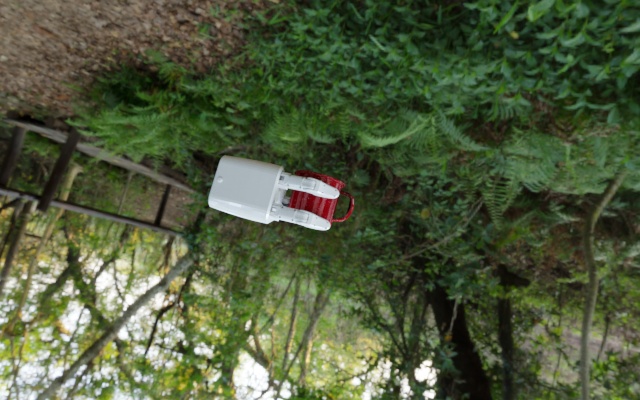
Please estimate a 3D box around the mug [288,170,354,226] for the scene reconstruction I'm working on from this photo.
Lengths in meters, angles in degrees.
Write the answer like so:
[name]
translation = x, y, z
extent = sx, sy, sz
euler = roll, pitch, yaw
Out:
[mug]
translation = 0.001, 0.003, 0.837
extent = 0.117, 0.081, 0.093
euler = 14, -9, 8
